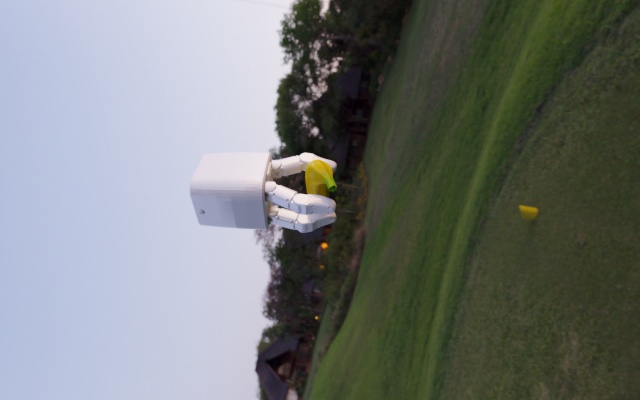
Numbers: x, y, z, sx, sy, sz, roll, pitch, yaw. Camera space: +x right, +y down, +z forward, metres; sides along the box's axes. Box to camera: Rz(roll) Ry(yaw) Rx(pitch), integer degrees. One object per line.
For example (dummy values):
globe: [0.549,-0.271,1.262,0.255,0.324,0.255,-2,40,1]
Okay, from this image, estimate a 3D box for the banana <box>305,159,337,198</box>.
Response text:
banana: [-0.002,-0.016,0.727,0.037,0.069,0.198,-7,-16,-3]
